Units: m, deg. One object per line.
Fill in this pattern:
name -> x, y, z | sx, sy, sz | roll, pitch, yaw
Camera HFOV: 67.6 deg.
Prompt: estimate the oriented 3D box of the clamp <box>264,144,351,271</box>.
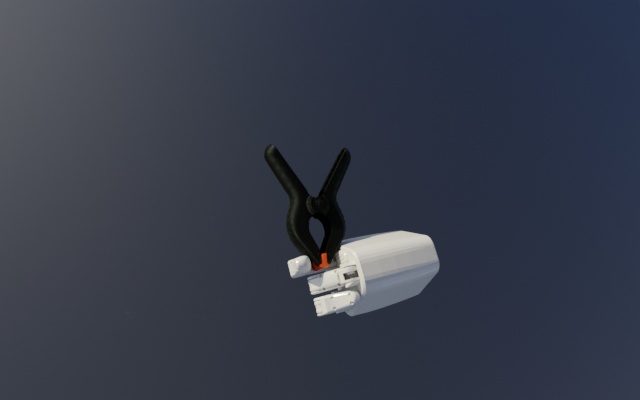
clamp -> 0.000, 0.002, 0.623 | 0.120, 0.171, 0.039 | -11, -9, -19
